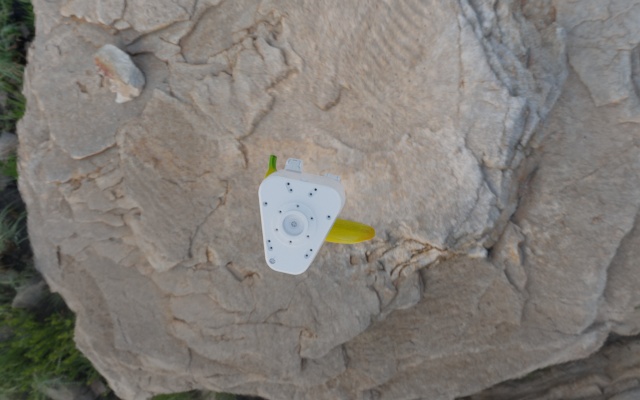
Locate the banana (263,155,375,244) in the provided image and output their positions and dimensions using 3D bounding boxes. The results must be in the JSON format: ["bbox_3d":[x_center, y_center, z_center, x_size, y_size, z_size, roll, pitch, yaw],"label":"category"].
[{"bbox_3d":[-0.014,0.015,0.705,0.198,0.069,0.037,37,0,0],"label":"banana"}]
